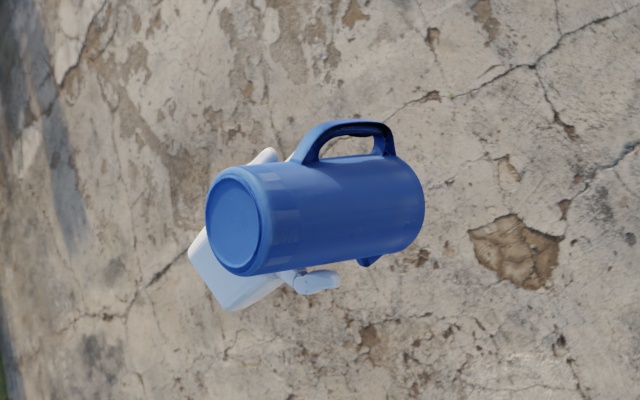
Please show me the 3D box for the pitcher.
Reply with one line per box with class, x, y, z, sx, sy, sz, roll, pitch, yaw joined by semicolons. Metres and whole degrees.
pitcher;0.000;0.002;0.536;0.243;0.149;0.145;-6;-25;-46
